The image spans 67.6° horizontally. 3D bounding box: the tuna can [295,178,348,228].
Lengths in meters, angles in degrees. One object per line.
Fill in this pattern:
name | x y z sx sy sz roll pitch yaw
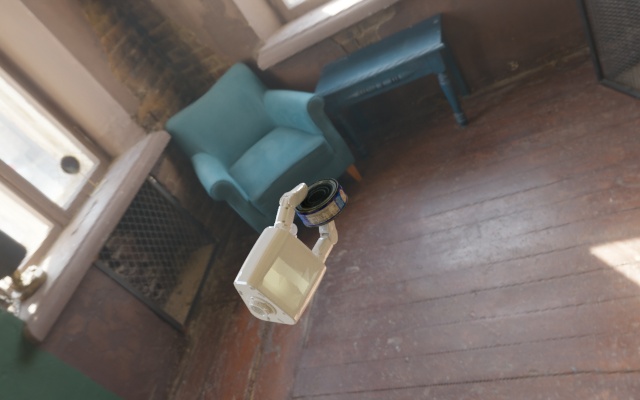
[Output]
tuna can | 0.000 0.002 0.785 0.086 0.034 0.086 -25 30 16
